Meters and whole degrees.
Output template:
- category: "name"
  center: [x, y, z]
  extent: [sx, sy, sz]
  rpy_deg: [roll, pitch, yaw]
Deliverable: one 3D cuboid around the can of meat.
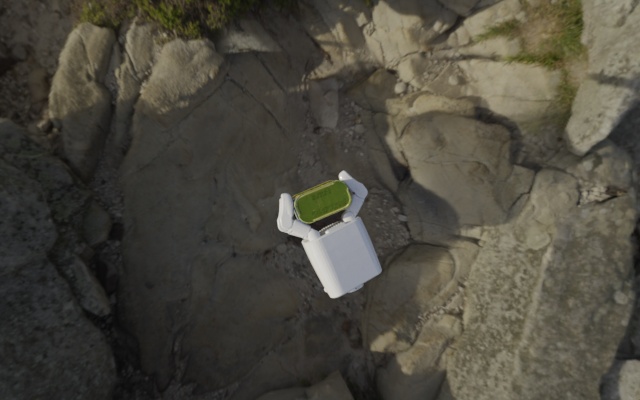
- category: "can of meat"
  center: [0.000, 0.003, 0.834]
  extent: [0.102, 0.057, 0.084]
  rpy_deg: [-23, 2, -6]
